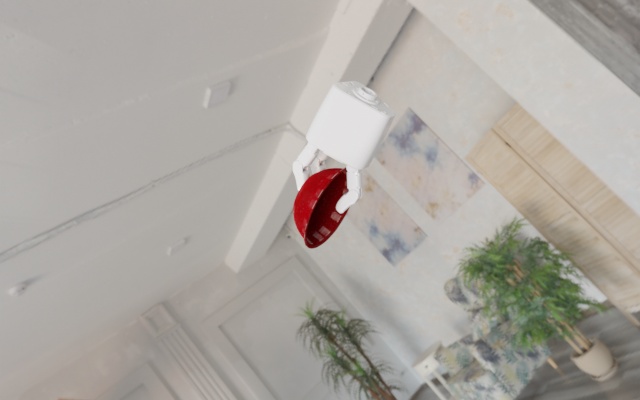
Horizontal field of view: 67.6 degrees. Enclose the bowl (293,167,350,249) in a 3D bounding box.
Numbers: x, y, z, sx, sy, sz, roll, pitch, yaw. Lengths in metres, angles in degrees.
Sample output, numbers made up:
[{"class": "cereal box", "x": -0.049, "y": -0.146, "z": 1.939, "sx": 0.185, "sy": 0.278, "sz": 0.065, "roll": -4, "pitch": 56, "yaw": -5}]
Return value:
[{"class": "bowl", "x": -0.001, "y": 0.004, "z": 0.849, "sx": 0.055, "sy": 0.162, "sz": 0.162, "roll": 29, "pitch": 12, "yaw": 22}]
